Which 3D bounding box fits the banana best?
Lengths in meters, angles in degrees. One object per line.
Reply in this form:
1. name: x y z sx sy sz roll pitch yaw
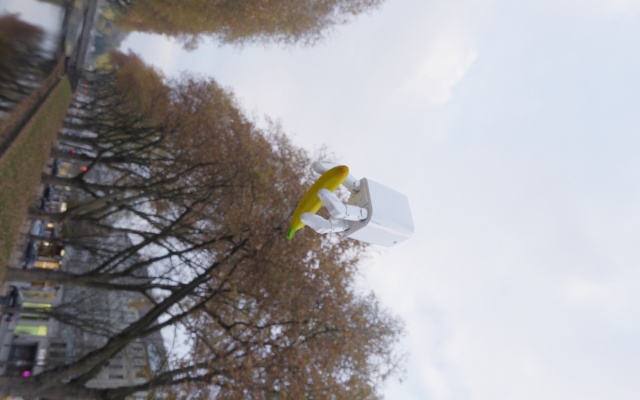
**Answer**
1. banana: -0.002 -0.006 0.900 0.037 0.198 0.069 25 34 -20
